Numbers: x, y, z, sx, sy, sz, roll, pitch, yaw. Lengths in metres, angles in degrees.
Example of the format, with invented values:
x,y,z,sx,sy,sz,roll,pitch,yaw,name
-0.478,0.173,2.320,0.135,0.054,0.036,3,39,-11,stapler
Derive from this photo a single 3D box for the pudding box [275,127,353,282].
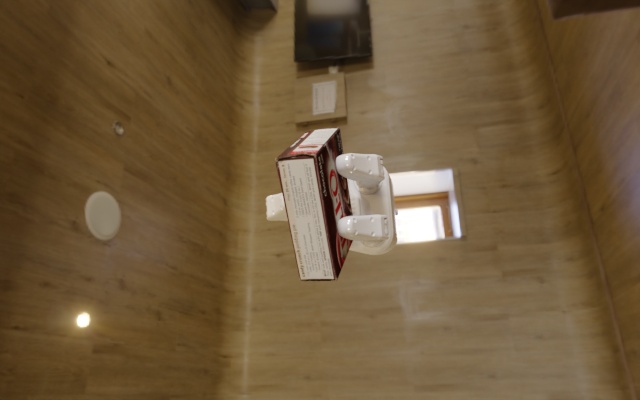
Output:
x,y,z,sx,sy,sz,roll,pitch,yaw,name
0.000,0.001,0.420,0.039,0.113,0.090,-6,20,16,pudding box
